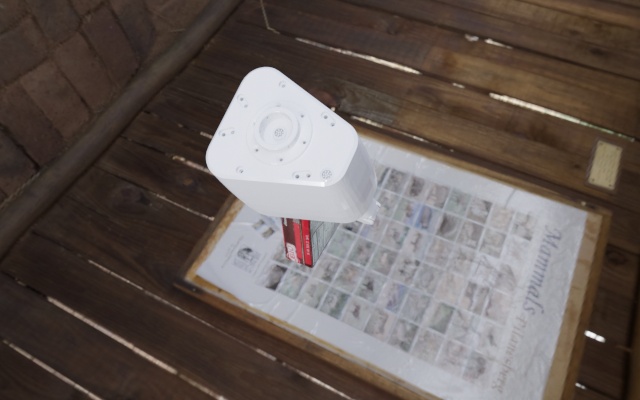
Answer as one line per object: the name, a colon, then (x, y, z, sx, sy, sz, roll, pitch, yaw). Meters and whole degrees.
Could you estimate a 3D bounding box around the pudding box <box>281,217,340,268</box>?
pudding box: (0.000, 0.002, 0.508, 0.039, 0.113, 0.090, 22, -37, 18)
